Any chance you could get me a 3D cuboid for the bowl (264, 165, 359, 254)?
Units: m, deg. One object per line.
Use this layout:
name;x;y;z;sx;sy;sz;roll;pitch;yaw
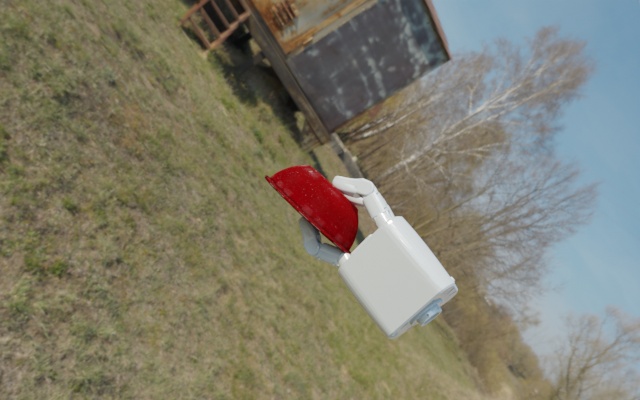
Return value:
bowl;-0.001;0.001;0.656;0.162;0.055;0.162;42;0;0
